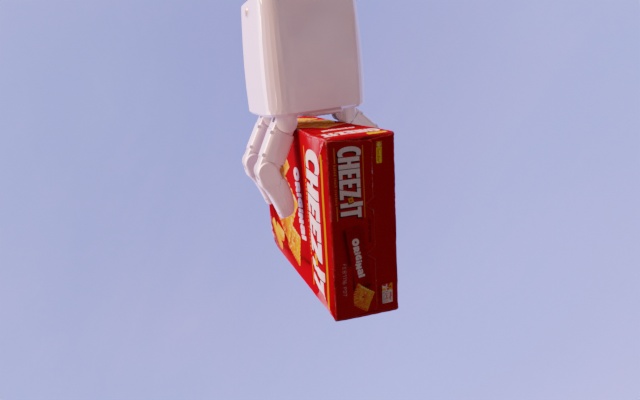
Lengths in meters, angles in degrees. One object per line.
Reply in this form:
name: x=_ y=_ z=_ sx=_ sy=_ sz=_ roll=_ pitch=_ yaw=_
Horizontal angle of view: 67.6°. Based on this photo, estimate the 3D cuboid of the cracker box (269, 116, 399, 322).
cracker box: x=0.000 y=0.002 z=0.497 sx=0.072 sy=0.164 sz=0.213 roll=-9 pitch=16 yaw=-17
